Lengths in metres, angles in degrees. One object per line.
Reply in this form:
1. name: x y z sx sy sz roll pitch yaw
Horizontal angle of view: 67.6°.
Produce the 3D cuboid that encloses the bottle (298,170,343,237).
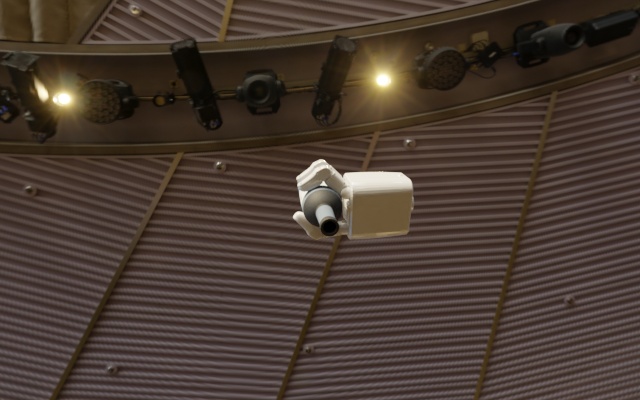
1. bottle: 0.000 0.003 0.821 0.069 0.069 0.295 0 14 -5
